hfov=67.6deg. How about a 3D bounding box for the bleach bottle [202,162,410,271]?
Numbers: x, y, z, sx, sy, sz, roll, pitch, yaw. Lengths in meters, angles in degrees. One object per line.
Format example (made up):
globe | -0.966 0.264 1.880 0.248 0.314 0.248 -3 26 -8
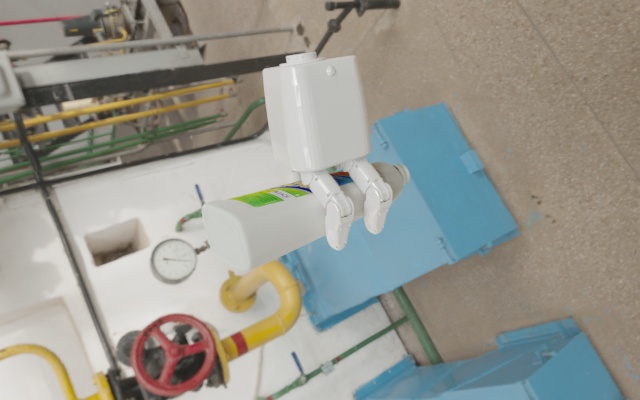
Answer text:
bleach bottle | 0.000 0.002 0.553 0.251 0.068 0.102 -20 20 -32
